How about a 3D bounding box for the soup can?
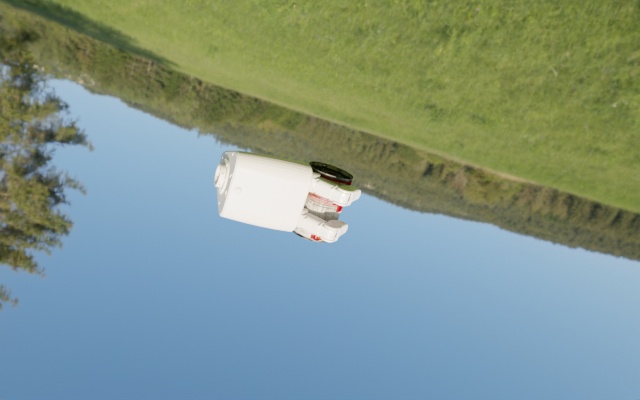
[{"bbox_3d":[0.000,0.003,0.701,0.068,0.102,0.068,18,16,-5],"label":"soup can"}]
